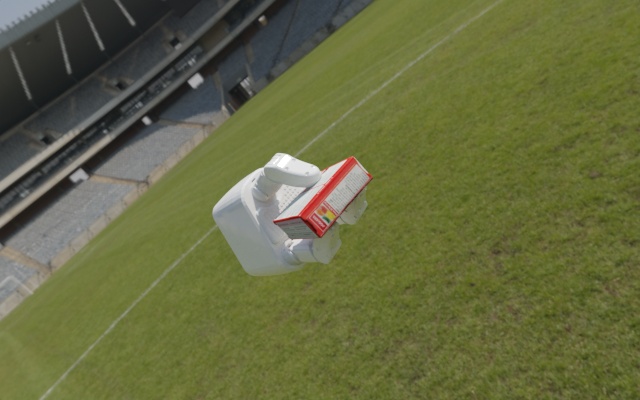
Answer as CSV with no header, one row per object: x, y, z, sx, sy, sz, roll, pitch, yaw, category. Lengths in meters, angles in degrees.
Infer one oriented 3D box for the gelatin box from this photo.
0.000,0.001,0.441,0.030,0.073,0.089,45,-19,-10,gelatin box
